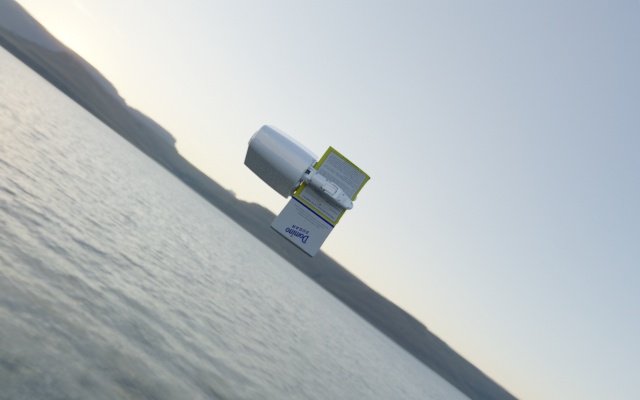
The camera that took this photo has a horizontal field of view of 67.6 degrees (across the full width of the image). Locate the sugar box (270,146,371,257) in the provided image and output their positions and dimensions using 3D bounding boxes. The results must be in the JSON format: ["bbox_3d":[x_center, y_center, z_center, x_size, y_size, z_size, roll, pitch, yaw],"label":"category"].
[{"bbox_3d":[0.000,0.003,0.836,0.093,0.176,0.048,37,-8,-1],"label":"sugar box"}]
